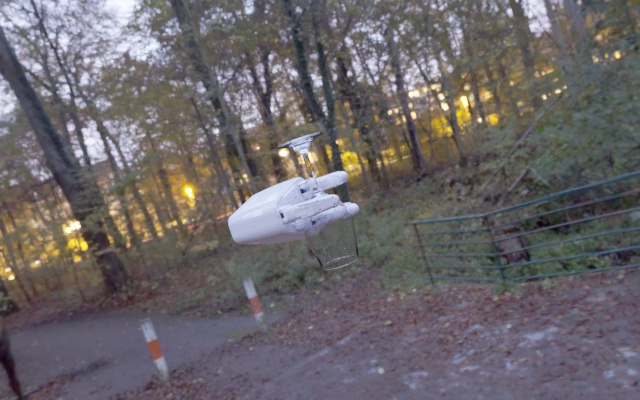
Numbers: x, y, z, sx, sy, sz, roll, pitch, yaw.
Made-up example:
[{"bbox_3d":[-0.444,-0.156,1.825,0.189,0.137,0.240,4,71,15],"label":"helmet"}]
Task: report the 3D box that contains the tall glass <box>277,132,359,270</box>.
[{"bbox_3d":[0.000,0.002,0.733,0.079,0.201,0.079,-18,3,1],"label":"tall glass"}]
